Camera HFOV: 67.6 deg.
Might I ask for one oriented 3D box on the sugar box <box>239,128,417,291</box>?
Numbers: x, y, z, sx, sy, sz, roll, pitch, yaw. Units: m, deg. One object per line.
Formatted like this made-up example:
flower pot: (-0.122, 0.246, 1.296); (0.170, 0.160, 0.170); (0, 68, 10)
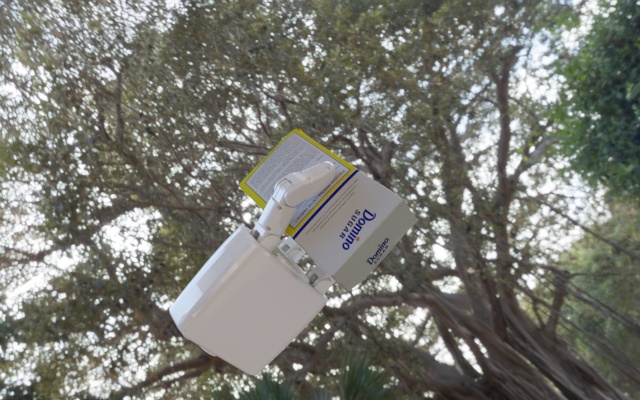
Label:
sugar box: (0.000, 0.002, 0.475); (0.176, 0.093, 0.048); (41, -5, 41)
